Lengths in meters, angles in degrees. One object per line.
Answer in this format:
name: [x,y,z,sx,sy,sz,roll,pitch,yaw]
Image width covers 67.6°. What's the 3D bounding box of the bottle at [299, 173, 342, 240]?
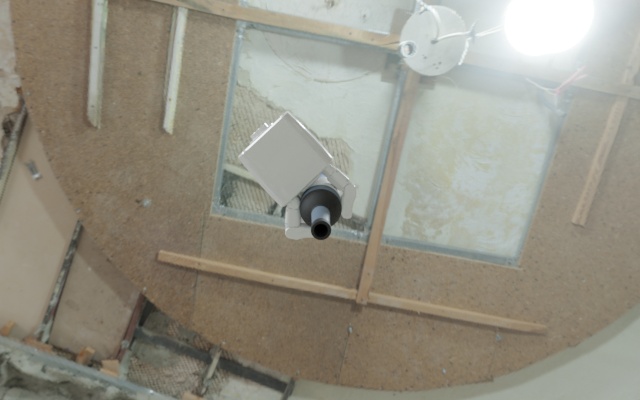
bottle: [0.000,0.003,0.776,0.069,0.069,0.295,0,15,0]
